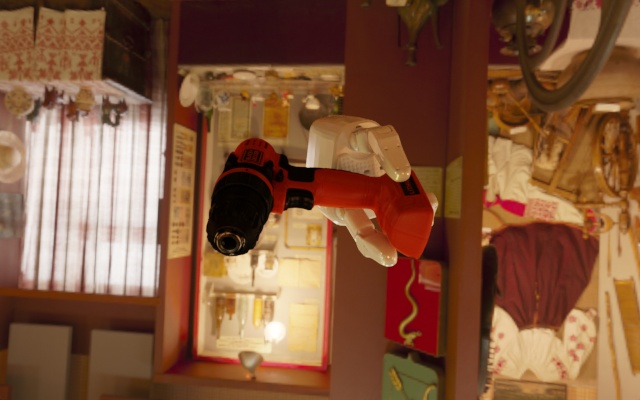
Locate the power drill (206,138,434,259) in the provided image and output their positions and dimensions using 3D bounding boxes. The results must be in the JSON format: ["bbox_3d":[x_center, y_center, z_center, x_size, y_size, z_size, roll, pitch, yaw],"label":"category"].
[{"bbox_3d":[0.000,0.001,0.427,0.187,0.057,0.184,11,27,-6],"label":"power drill"}]
